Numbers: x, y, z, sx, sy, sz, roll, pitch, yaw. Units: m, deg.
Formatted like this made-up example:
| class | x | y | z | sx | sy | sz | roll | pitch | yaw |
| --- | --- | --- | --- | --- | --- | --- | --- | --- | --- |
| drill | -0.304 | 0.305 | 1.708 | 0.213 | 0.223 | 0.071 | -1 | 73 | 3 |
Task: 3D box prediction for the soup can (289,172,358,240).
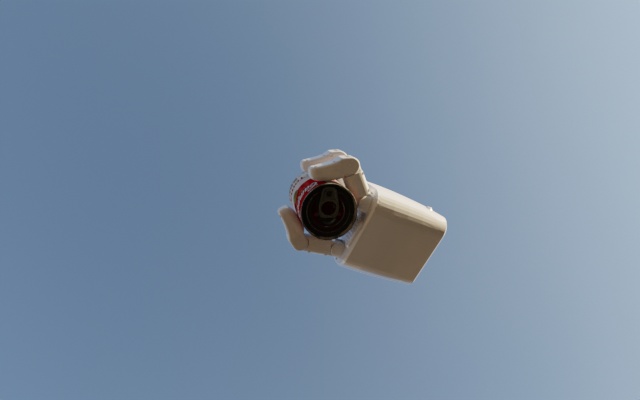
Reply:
| class | x | y | z | sx | sy | sz | roll | pitch | yaw |
| --- | --- | --- | --- | --- | --- | --- | --- | --- | --- |
| soup can | 0.000 | 0.002 | 0.599 | 0.068 | 0.068 | 0.102 | 0 | 13 | -12 |
